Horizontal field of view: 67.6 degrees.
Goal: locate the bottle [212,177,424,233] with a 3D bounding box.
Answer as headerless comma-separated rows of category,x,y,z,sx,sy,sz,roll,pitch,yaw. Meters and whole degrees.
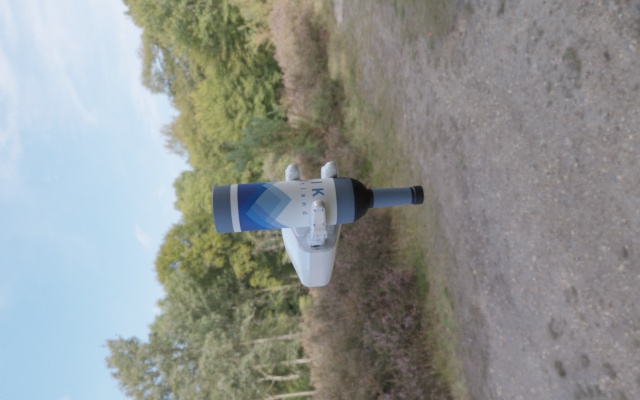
bottle,0.000,0.002,0.679,0.296,0.069,0.069,-4,0,-5
